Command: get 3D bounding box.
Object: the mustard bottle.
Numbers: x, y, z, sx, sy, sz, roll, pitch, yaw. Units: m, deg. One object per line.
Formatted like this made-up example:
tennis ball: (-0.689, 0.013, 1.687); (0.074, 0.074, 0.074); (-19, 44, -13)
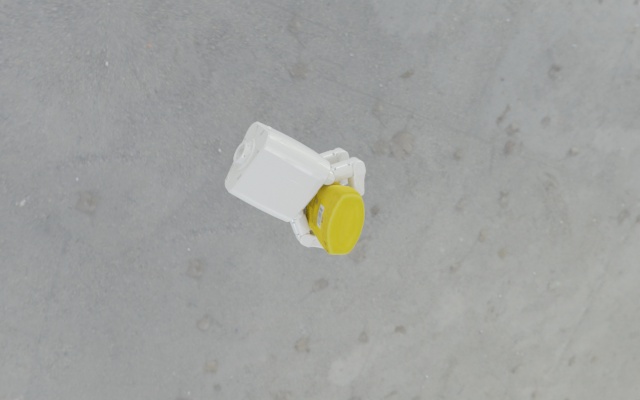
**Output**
mustard bottle: (0.001, 0.003, 0.745); (0.058, 0.096, 0.191); (1, 20, -24)
